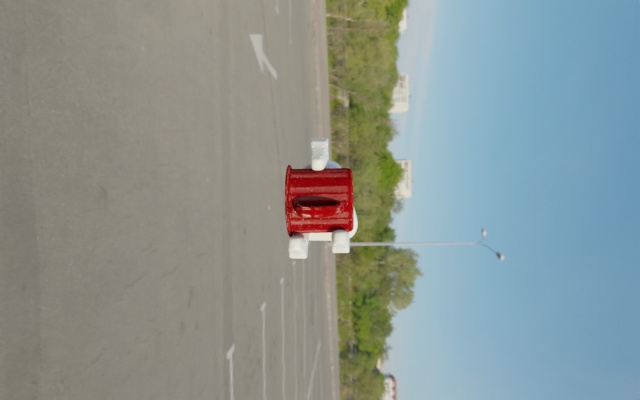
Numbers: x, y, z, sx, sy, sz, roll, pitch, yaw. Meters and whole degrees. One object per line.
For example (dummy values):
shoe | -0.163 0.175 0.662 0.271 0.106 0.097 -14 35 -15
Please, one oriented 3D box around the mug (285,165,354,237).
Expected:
mug | 0.000 0.002 0.593 0.081 0.093 0.117 -1 8 3
